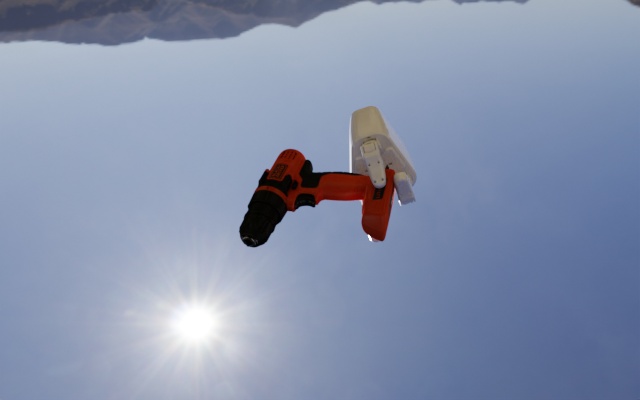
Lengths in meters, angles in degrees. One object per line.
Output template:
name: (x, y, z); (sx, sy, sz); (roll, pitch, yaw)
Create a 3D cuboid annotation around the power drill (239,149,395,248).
power drill: (0.001, 0.002, 0.644); (0.187, 0.057, 0.184); (9, 45, 13)
